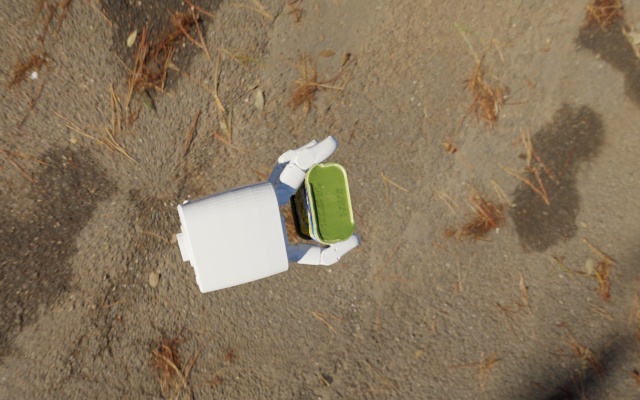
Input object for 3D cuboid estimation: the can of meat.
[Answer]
[{"bbox_3d":[0.000,0.002,0.595,0.057,0.102,0.084,-11,5,-17],"label":"can of meat"}]
